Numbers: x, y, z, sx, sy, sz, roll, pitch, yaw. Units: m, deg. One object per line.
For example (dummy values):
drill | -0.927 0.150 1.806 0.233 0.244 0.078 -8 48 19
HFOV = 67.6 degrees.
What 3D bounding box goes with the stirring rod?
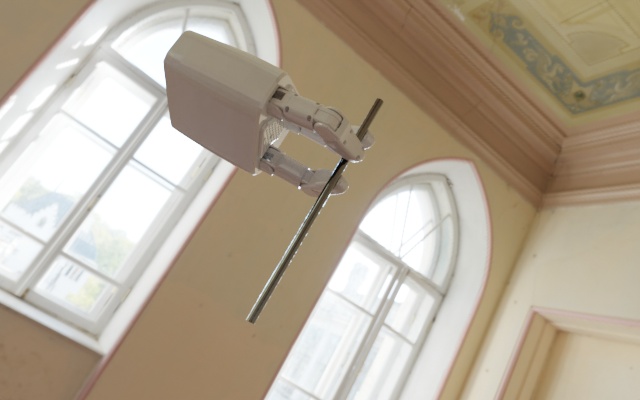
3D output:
stirring rod | 0.000 0.001 0.429 0.011 0.239 0.011 27 -18 10
